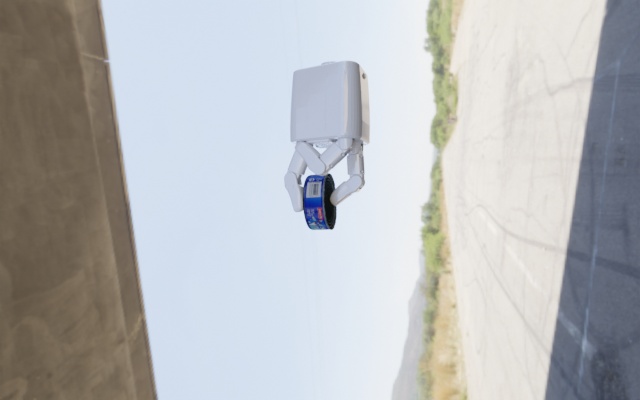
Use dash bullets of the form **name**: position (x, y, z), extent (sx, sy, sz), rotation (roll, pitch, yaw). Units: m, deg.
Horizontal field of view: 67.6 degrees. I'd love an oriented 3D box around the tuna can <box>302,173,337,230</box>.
- **tuna can**: position (0.000, 0.002, 0.722), extent (0.034, 0.086, 0.086), rotation (-3, -1, 14)
